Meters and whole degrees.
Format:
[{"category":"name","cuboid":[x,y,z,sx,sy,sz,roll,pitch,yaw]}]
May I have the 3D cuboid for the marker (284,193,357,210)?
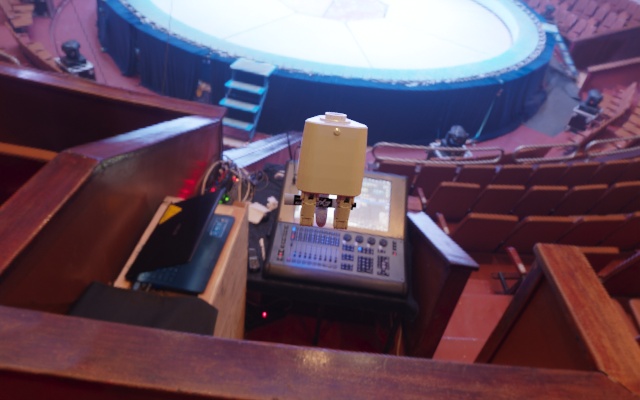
[{"category":"marker","cuboid":[0.000,0.003,0.794,0.121,0.020,0.020,5,-1,-6]}]
